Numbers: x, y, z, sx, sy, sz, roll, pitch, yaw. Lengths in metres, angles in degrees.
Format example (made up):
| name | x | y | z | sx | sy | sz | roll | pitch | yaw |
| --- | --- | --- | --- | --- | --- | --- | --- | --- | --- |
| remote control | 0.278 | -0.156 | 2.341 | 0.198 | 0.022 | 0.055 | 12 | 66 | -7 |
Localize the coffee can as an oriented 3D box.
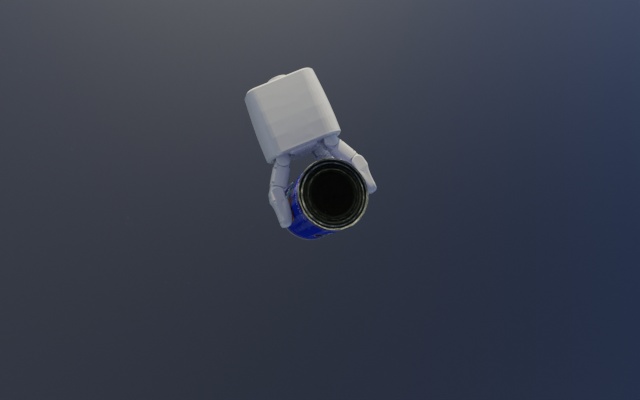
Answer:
| name | x | y | z | sx | sy | sz | roll | pitch | yaw |
| --- | --- | --- | --- | --- | --- | --- | --- | --- | --- |
| coffee can | 0.000 | 0.003 | 0.719 | 0.103 | 0.103 | 0.140 | 0 | -9 | -15 |
